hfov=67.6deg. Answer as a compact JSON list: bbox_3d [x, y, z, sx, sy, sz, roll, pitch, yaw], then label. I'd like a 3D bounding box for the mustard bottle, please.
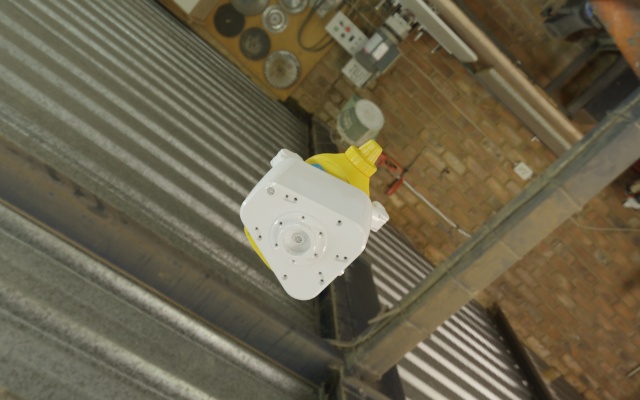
[{"bbox_3d":[0.000,0.002,0.571,0.192,0.096,0.058,-46,-19,15],"label":"mustard bottle"}]
